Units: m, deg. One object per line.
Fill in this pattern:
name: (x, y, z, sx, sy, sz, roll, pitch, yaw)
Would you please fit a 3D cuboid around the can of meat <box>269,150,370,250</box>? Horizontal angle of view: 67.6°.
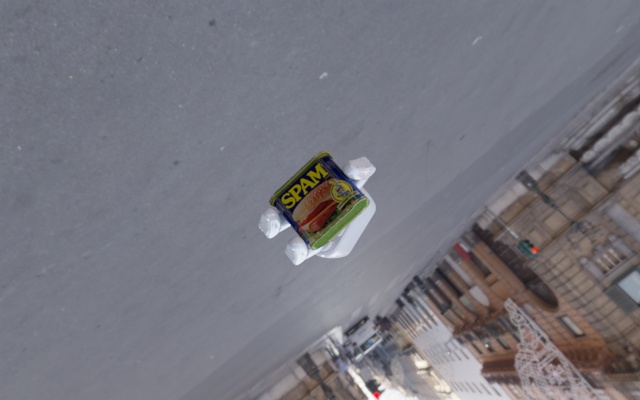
can of meat: (0.000, 0.002, 0.613, 0.102, 0.084, 0.057, -42, -17, 5)
